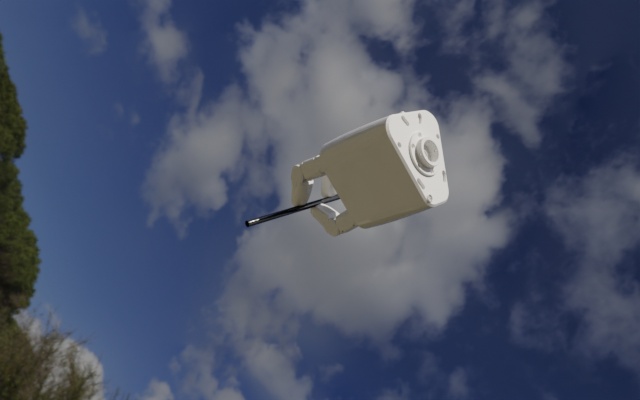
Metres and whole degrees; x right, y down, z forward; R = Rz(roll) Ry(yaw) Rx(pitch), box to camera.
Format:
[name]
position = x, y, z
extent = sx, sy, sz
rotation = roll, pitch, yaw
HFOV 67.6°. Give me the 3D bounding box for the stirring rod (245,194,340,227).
[stirring rod]
position = 0.000, 0.002, 0.636
extent = 0.239, 0.011, 0.011
rotation = -16, 11, -42
